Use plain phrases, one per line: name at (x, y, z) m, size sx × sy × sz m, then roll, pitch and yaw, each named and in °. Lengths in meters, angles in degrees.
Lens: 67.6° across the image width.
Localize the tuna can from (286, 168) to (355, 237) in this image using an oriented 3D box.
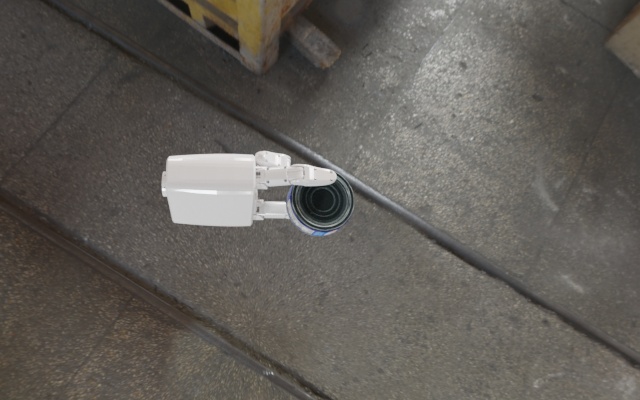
tuna can at (0.000, 0.002, 0.619) m, size 0.086 × 0.086 × 0.034 m, roll 0°, pitch -15°, yaw -14°
